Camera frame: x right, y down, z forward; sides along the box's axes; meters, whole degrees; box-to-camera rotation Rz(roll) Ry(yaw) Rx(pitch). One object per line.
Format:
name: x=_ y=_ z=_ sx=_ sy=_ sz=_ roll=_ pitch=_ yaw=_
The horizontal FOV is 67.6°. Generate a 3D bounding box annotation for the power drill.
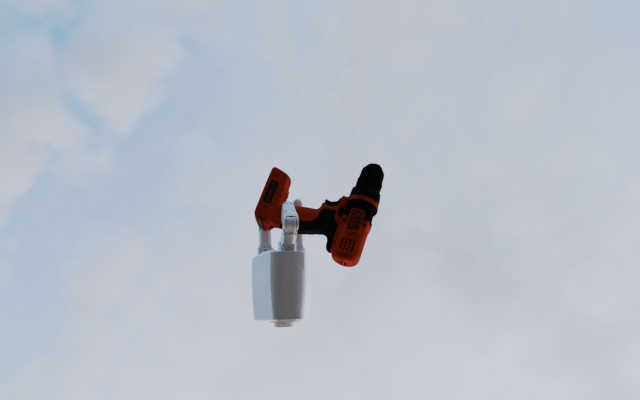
power drill: x=0.000 y=0.003 z=0.782 sx=0.187 sy=0.184 sz=0.057 roll=13 pitch=-27 yaw=14
